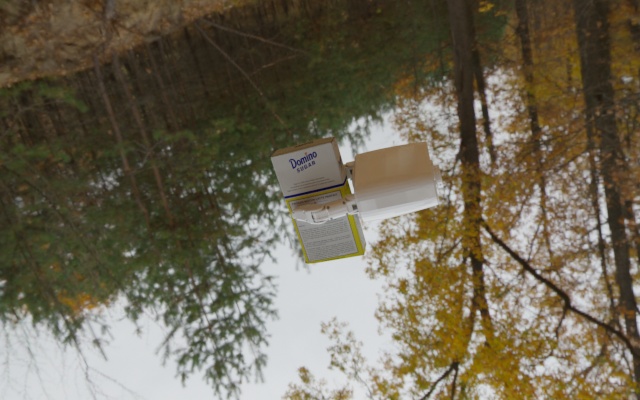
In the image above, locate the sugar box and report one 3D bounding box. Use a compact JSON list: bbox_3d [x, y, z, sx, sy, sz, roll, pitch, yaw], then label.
[{"bbox_3d":[0.000,0.002,0.696,0.093,0.176,0.048,-12,17,15],"label":"sugar box"}]
